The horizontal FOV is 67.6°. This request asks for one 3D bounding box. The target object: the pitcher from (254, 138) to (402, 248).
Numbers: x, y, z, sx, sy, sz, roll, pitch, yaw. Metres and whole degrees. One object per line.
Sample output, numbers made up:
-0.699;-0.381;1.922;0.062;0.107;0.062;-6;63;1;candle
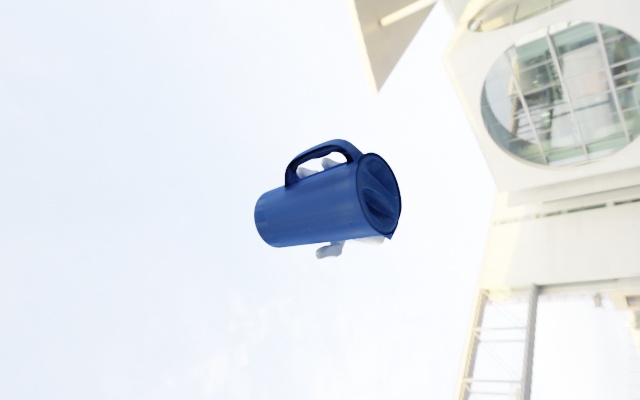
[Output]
0.000;0.003;0.804;0.243;0.149;0.145;-14;-19;36;pitcher
